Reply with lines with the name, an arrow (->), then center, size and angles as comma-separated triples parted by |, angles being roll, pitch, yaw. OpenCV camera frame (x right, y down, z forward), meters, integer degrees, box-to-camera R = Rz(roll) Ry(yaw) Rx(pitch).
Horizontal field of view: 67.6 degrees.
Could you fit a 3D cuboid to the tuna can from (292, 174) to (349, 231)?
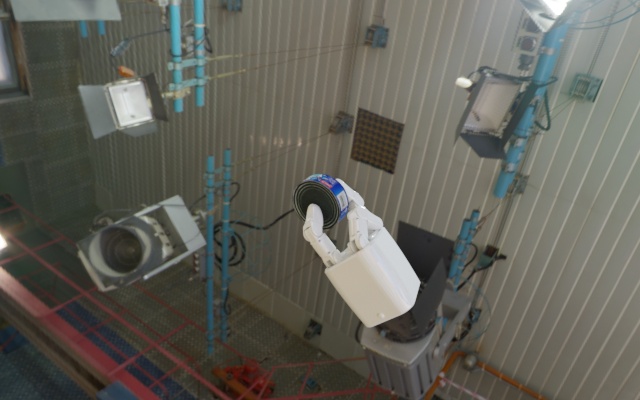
tuna can -> 0.000, 0.002, 0.741 | 0.086, 0.086, 0.033 | 0, 25, 34
